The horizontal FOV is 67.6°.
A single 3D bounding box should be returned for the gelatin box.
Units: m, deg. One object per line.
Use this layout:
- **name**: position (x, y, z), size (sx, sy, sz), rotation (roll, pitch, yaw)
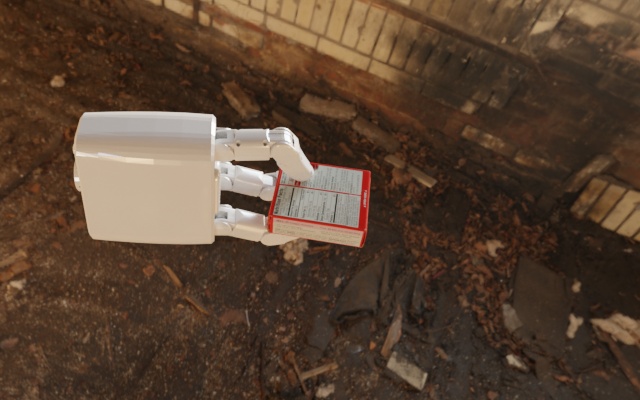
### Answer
- **gelatin box**: position (0.000, 0.001, 0.446), size (0.089, 0.073, 0.030), rotation (8, -40, 1)
